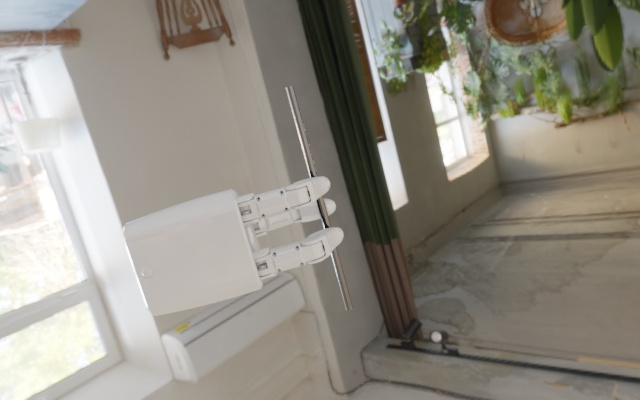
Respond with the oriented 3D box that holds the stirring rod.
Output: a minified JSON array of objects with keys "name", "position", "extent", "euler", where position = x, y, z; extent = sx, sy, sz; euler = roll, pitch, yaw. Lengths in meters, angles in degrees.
[{"name":"stirring rod","position":[0.000,0.002,0.494],"extent":[0.011,0.239,0.011],"euler":[-15,9,2]}]
